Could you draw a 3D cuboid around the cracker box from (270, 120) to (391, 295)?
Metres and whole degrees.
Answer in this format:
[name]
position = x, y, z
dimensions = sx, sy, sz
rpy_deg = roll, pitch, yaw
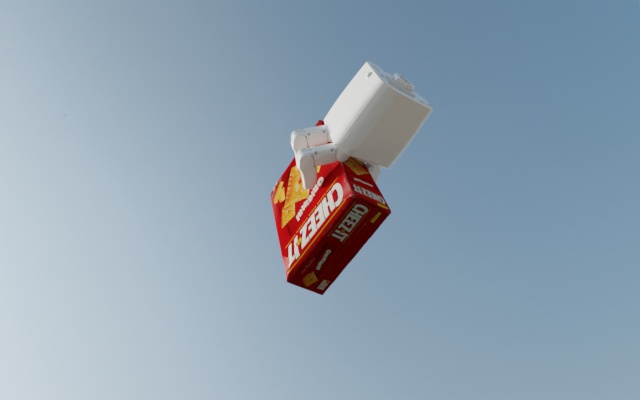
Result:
[cracker box]
position = 0.000, 0.002, 0.708
dimensions = 0.072, 0.164, 0.213
rpy_deg = 23, 27, -27
